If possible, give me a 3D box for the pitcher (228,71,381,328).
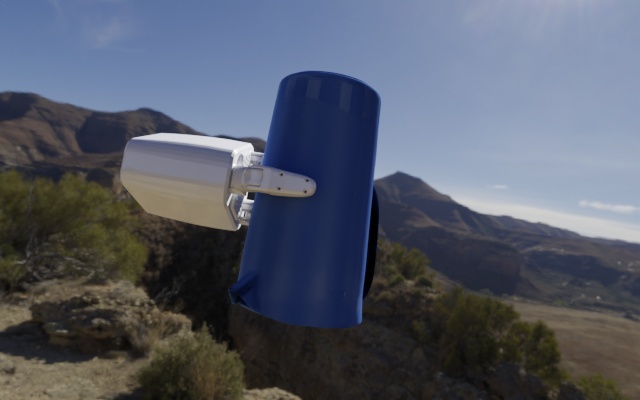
[{"bbox_3d":[0.000,0.002,0.499,0.145,0.243,0.149,9,-3,2],"label":"pitcher"}]
